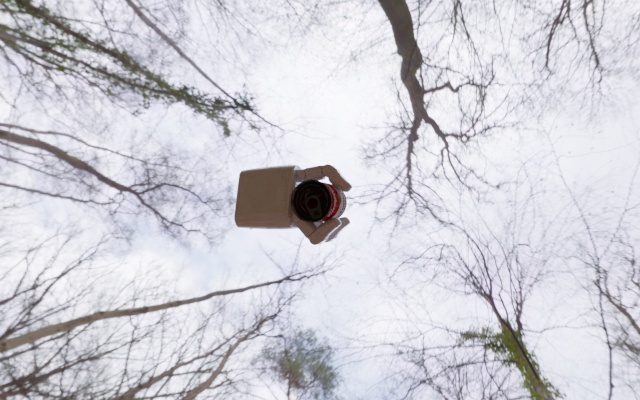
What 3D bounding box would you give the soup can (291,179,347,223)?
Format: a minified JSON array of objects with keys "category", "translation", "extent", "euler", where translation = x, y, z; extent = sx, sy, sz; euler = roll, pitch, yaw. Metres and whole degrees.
[{"category":"soup can","translation":[0.001,0.002,0.794],"extent":[0.068,0.068,0.102],"euler":[0,-2,17]}]
